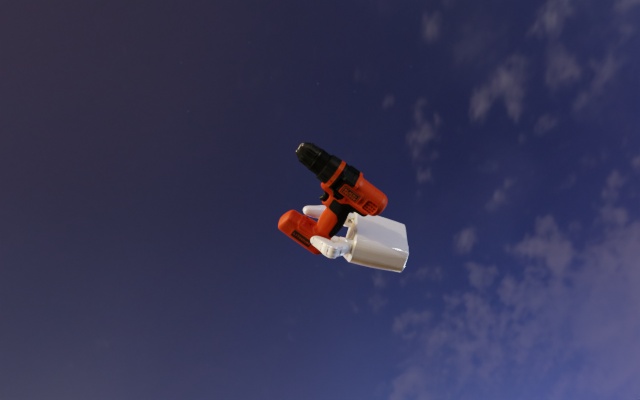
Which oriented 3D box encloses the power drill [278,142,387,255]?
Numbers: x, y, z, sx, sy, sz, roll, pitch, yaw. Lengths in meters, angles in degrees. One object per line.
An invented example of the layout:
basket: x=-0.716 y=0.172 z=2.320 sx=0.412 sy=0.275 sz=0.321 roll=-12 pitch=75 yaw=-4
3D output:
power drill: x=0.000 y=0.003 z=0.869 sx=0.188 sy=0.184 sz=0.057 roll=-48 pitch=8 yaw=38
